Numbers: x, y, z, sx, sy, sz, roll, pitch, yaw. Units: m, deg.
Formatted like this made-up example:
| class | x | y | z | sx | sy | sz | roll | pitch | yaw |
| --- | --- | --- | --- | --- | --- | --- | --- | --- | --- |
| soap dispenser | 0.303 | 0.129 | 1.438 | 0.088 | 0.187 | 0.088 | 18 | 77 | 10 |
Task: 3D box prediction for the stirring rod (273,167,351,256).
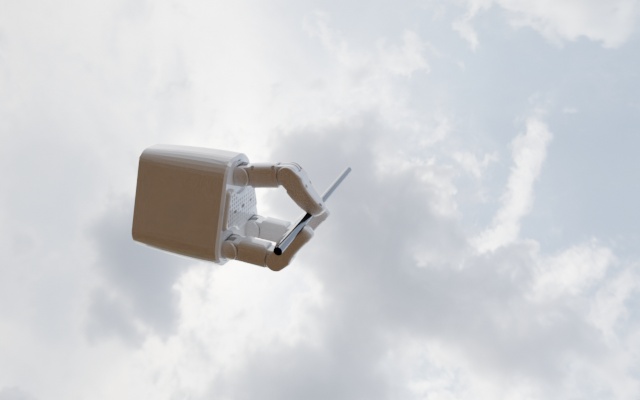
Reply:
| class | x | y | z | sx | sy | sz | roll | pitch | yaw |
| --- | --- | --- | --- | --- | --- | --- | --- | --- | --- |
| stirring rod | 0.000 | 0.002 | 0.509 | 0.011 | 0.011 | 0.239 | 0 | 20 | 19 |
